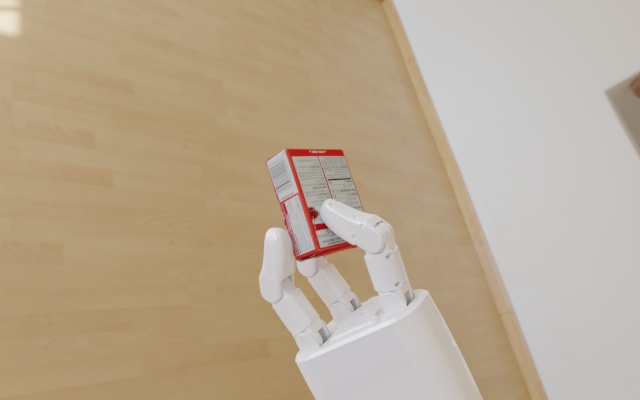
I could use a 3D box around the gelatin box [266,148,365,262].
[{"bbox_3d":[0.000,0.001,0.402,0.030,0.089,0.073,-26,-12,40],"label":"gelatin box"}]
